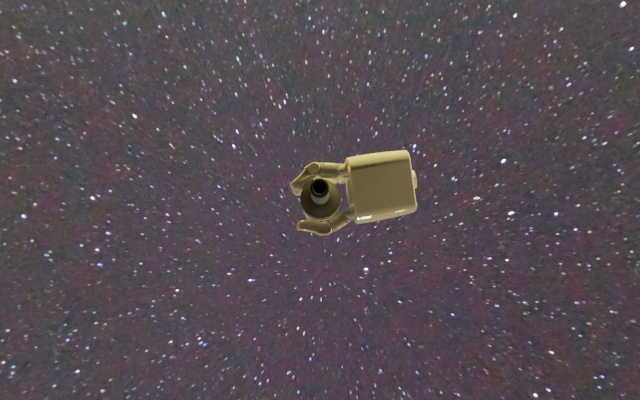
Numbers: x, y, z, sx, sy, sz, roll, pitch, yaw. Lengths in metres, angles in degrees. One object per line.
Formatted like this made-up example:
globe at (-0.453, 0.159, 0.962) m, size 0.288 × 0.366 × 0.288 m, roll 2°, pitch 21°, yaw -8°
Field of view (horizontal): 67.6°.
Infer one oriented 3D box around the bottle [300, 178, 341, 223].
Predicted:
bottle at (0.000, 0.003, 0.819) m, size 0.069 × 0.069 × 0.296 m, roll 0°, pitch -8°, yaw 1°
